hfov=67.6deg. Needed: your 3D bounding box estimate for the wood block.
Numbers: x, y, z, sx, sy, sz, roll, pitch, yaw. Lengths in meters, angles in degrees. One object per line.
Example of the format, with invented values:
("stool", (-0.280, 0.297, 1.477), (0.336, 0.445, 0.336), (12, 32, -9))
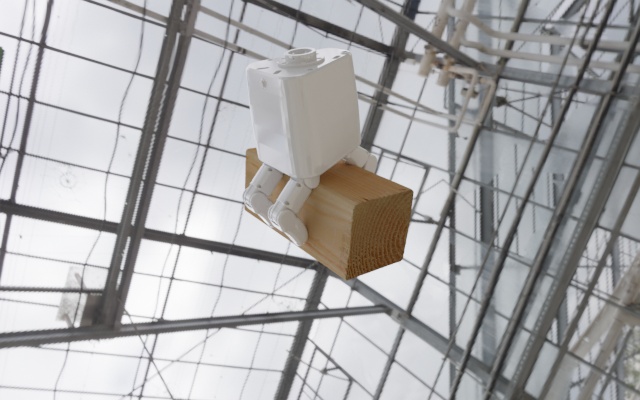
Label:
("wood block", (0.000, 0.001, 0.575), (0.091, 0.090, 0.206), (-13, 28, -36))
